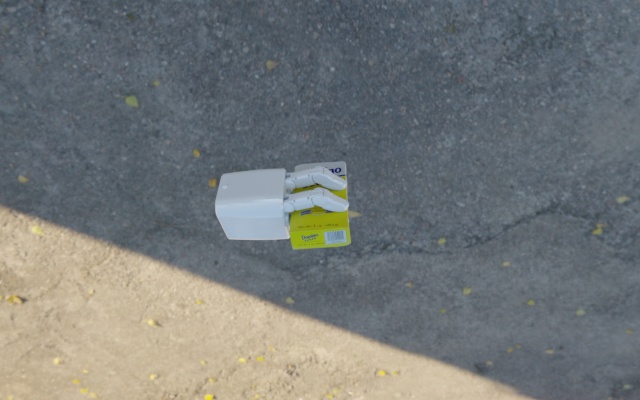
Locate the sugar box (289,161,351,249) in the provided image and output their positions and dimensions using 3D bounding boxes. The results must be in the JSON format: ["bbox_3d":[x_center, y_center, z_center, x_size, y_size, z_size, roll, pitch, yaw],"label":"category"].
[{"bbox_3d":[0.000,0.002,0.797,0.093,0.048,0.176,-4,42,3],"label":"sugar box"}]
